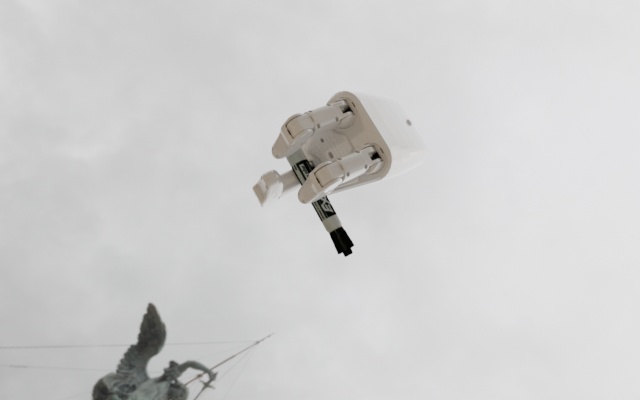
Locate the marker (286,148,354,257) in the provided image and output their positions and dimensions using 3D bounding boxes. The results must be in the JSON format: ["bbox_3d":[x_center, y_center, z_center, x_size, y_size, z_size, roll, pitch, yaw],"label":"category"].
[{"bbox_3d":[0.000,0.002,0.482,0.020,0.121,0.020,-28,-8,-5],"label":"marker"}]
